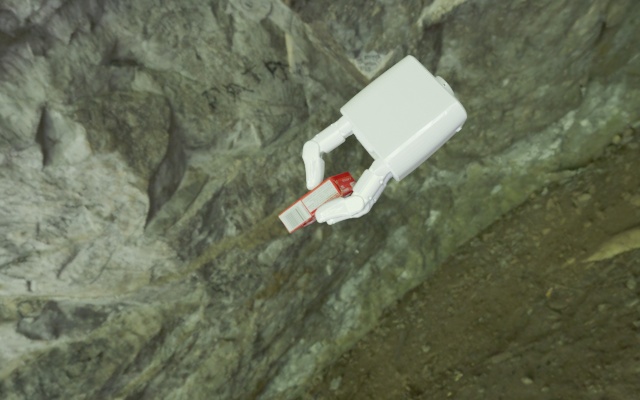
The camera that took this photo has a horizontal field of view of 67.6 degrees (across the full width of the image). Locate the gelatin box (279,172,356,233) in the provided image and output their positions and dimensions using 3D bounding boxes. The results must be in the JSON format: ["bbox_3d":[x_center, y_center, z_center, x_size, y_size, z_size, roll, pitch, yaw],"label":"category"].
[{"bbox_3d":[0.000,0.002,0.608,0.089,0.030,0.073,-36,-6,21],"label":"gelatin box"}]
